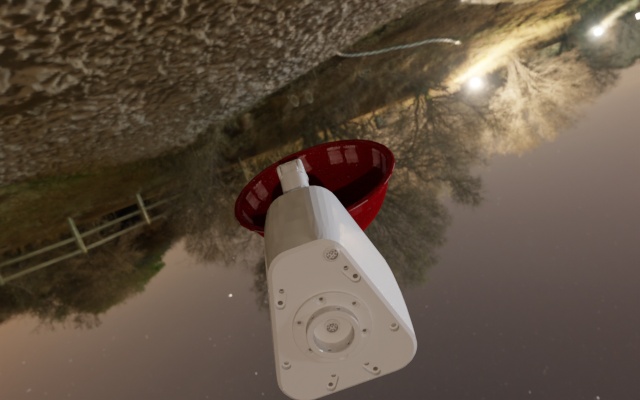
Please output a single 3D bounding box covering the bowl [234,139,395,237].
[{"bbox_3d":[0.000,0.001,0.472,0.162,0.055,0.162,-16,30,9],"label":"bowl"}]
